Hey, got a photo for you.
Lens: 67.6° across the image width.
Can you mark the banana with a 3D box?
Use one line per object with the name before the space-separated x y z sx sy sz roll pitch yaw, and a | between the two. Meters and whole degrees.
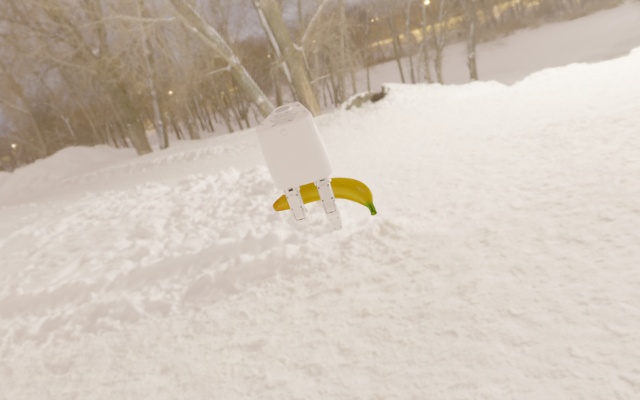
banana | 0.009 -0.010 0.835 0.198 0.037 0.069 0 44 27
